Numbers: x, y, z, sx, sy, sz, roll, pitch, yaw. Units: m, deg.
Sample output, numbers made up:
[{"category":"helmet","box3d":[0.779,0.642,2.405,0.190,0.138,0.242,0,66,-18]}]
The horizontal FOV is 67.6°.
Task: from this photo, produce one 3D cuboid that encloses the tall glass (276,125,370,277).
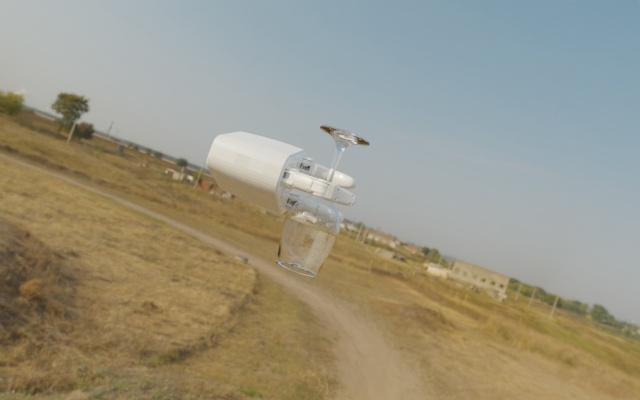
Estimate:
[{"category":"tall glass","box3d":[0.000,0.002,0.666,0.079,0.201,0.079,20,-2,1]}]
